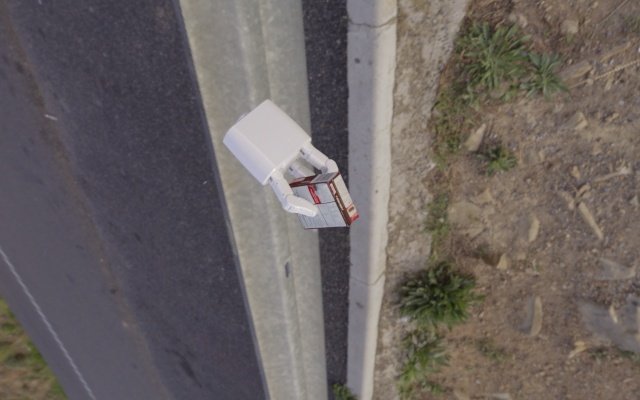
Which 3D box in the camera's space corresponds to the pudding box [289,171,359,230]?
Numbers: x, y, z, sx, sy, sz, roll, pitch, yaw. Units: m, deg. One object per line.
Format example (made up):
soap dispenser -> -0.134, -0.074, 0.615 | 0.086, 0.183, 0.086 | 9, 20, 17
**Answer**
pudding box -> 0.000, 0.003, 0.826 | 0.113, 0.090, 0.039 | -5, 28, 46
